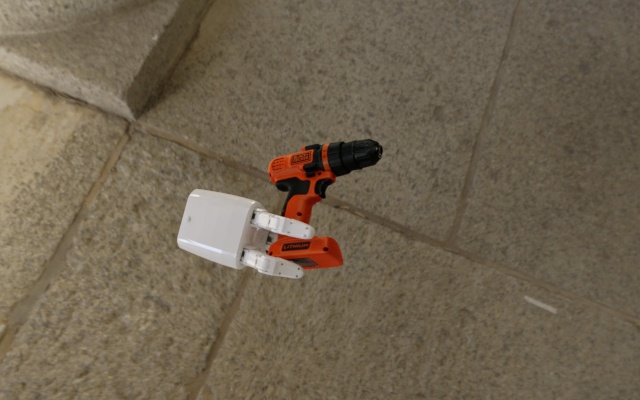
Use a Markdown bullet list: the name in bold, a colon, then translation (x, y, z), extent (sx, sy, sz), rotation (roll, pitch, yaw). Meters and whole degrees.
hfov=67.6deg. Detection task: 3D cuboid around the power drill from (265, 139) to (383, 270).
- **power drill**: translation (0.000, 0.003, 0.685), extent (0.184, 0.187, 0.057), rotation (-11, -33, 28)
